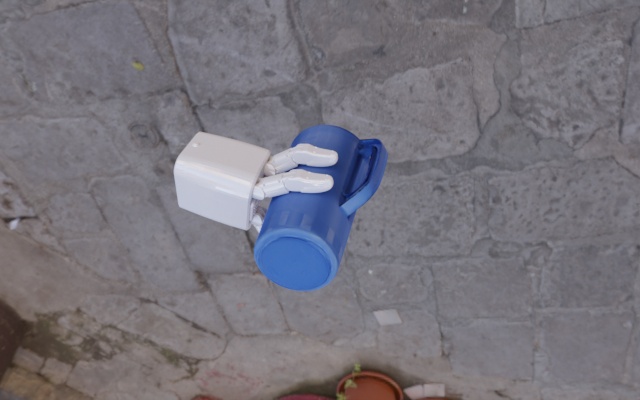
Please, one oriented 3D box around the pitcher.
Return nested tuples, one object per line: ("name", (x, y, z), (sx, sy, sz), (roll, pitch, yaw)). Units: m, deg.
("pitcher", (0.000, 0.002, 0.670), (0.145, 0.149, 0.242), (18, 39, 0))
